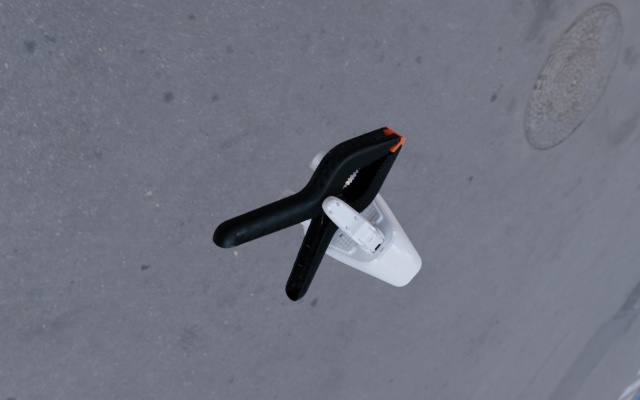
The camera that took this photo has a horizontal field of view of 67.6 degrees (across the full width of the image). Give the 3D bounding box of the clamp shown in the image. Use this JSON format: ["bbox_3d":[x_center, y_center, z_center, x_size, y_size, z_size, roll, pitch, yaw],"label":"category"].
[{"bbox_3d":[0.001,0.002,0.475,0.036,0.210,0.165,41,0,35],"label":"clamp"}]
